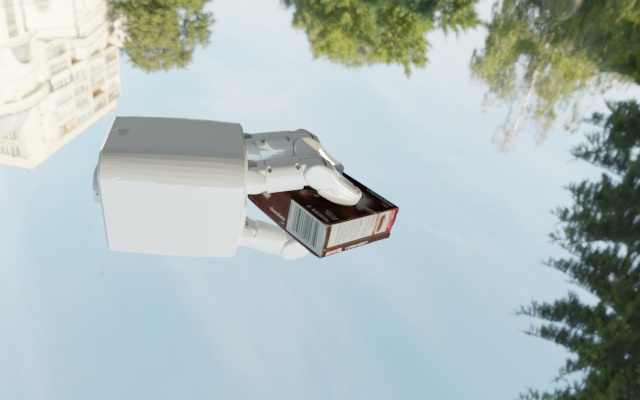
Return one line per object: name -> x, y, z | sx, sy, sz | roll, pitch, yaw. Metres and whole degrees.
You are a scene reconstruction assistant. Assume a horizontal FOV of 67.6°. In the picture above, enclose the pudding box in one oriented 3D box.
pudding box -> 0.000, 0.002, 0.440 | 0.090, 0.039, 0.113 | -12, 38, -40
